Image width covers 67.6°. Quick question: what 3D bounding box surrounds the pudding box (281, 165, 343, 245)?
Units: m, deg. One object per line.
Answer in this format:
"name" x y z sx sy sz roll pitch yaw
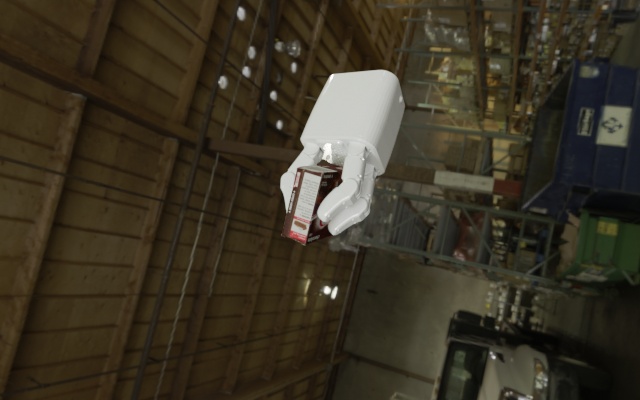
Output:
"pudding box" 0.000 0.002 0.605 0.039 0.090 0.113 18 11 24
